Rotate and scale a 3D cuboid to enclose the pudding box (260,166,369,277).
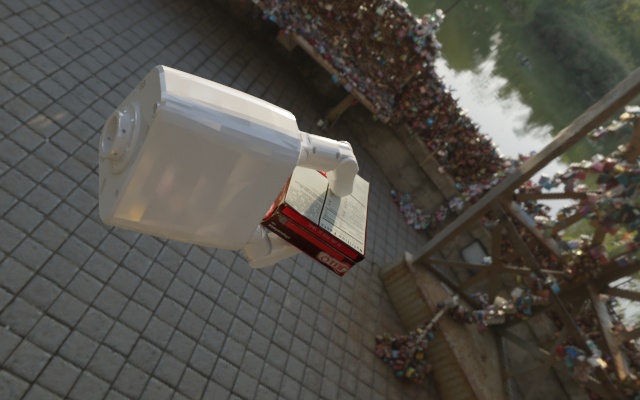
[{"bbox_3d":[0.000,0.001,0.438,0.090,0.113,0.039,36,-54,-18],"label":"pudding box"}]
